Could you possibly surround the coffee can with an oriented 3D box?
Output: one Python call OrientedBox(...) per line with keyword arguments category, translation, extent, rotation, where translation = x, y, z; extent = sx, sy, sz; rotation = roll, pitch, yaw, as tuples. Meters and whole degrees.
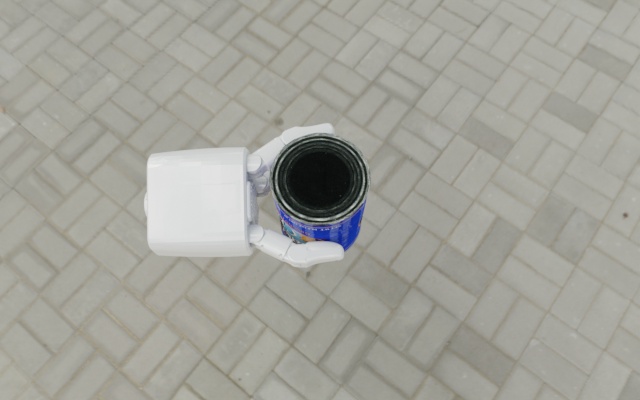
OrientedBox(category="coffee can", translation=(0.000, 0.002, 0.544), extent=(0.103, 0.102, 0.140), rotation=(0, -21, 0))
